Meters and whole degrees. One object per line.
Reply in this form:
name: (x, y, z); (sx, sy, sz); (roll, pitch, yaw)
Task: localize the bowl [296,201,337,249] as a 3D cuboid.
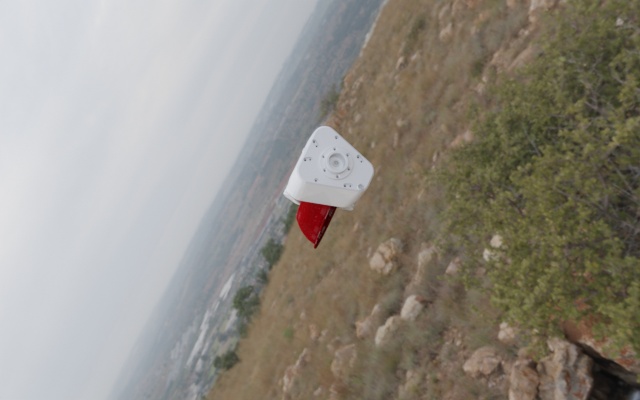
bowl: (0.000, 0.003, 0.857); (0.055, 0.162, 0.162); (24, 2, 6)
